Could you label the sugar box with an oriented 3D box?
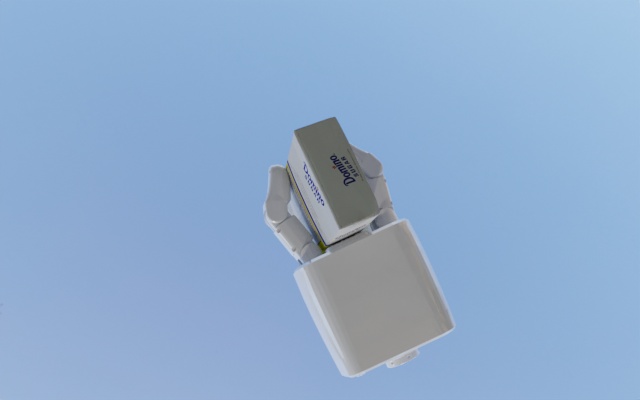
[{"bbox_3d":[0.001,0.001,0.463,0.048,0.093,0.176,-21,-12,-18],"label":"sugar box"}]
